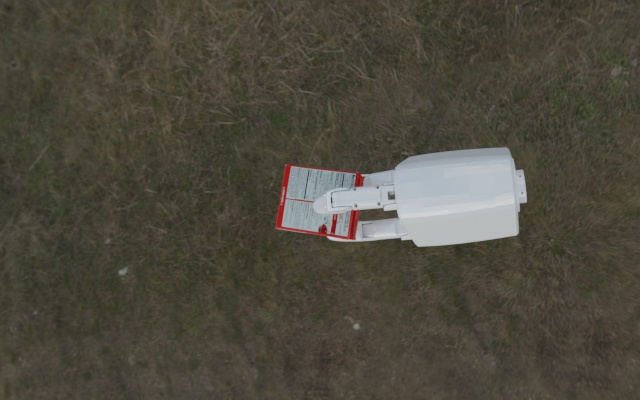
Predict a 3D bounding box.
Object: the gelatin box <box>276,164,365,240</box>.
[{"bbox_3d":[0.000,0.002,0.530,0.089,0.073,0.030,8,-3,17],"label":"gelatin box"}]
